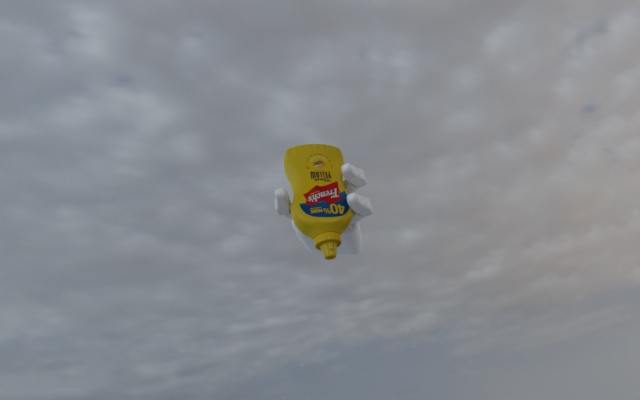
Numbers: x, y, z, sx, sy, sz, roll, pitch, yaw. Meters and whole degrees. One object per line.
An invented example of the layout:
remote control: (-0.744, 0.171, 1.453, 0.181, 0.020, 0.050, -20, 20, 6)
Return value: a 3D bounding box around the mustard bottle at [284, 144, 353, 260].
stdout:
mustard bottle: (0.000, 0.002, 0.751, 0.096, 0.191, 0.058, -1, -30, -16)
